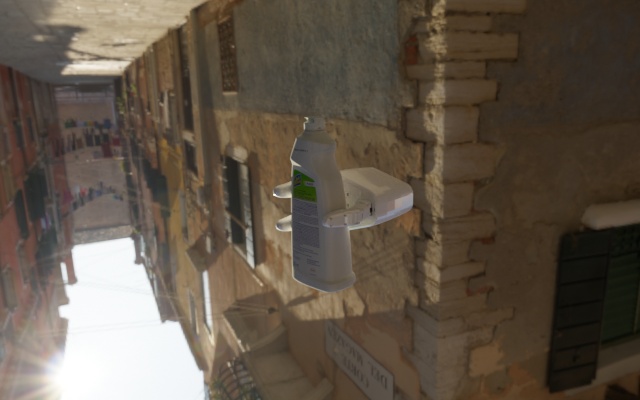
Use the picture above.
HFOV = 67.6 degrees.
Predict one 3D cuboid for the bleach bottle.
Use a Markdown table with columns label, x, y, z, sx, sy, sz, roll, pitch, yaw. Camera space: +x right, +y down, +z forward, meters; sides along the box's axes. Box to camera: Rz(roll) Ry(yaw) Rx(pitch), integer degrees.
| label | x | y | z | sx | sy | sz | roll | pitch | yaw |
| --- | --- | --- | --- | --- | --- | --- | --- | --- | --- |
| bleach bottle | 0.000 | 0.002 | 0.712 | 0.068 | 0.251 | 0.102 | -13 | 17 | -43 |
